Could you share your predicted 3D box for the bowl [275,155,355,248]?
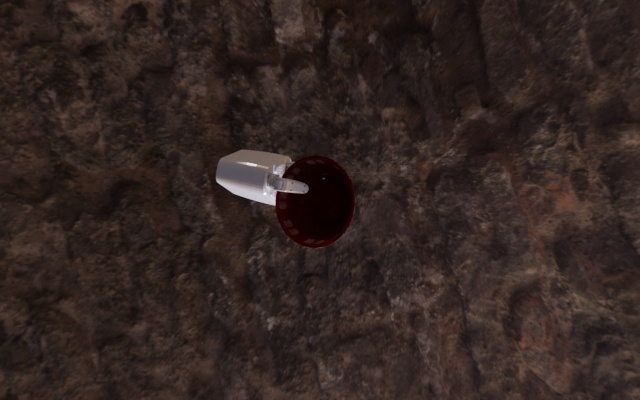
[{"bbox_3d":[0.001,0.003,0.849,0.162,0.162,0.055,0,-2,30],"label":"bowl"}]
